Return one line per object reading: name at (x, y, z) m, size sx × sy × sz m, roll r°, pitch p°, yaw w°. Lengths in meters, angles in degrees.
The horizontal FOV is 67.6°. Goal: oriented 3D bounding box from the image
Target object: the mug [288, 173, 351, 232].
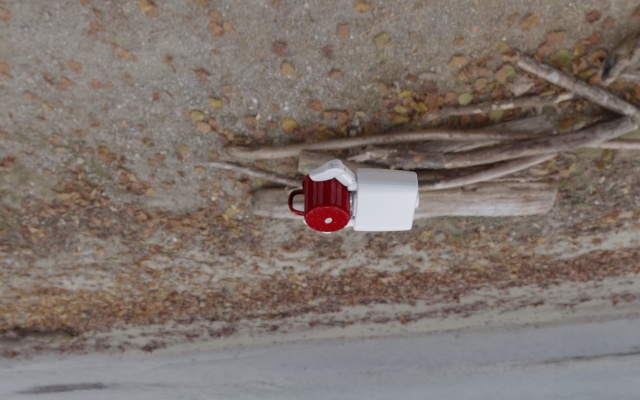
mug at (-0.001, 0.003, 0.851) m, size 0.117 × 0.081 × 0.093 m, roll 1°, pitch -38°, yaw 0°
